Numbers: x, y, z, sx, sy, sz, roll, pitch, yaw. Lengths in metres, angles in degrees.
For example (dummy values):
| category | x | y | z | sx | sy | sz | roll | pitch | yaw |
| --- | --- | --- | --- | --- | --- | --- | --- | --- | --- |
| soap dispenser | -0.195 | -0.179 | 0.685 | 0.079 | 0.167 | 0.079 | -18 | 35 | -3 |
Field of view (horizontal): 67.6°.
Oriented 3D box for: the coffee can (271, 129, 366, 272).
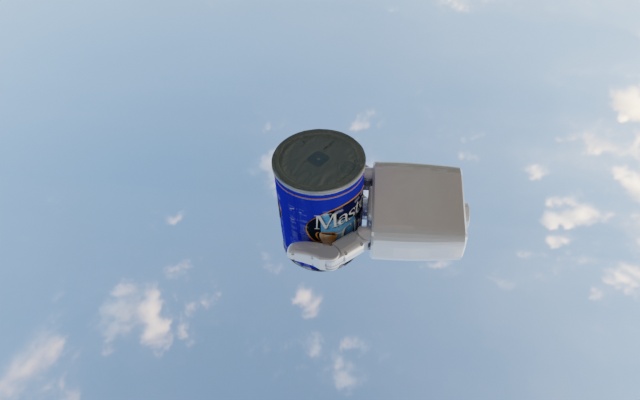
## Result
| category | x | y | z | sx | sy | sz | roll | pitch | yaw |
| --- | --- | --- | --- | --- | --- | --- | --- | --- | --- |
| coffee can | 0.000 | 0.002 | 0.566 | 0.103 | 0.102 | 0.140 | 0 | -44 | 2 |
